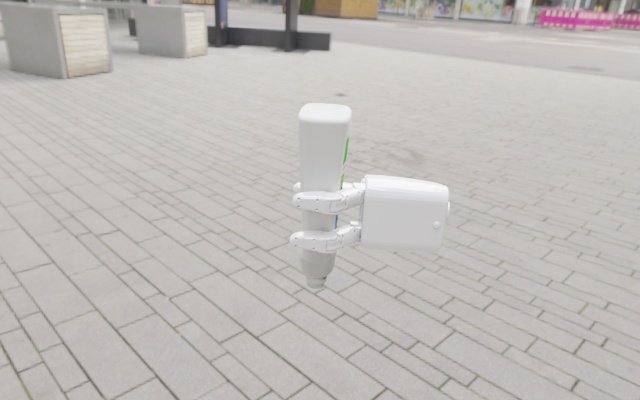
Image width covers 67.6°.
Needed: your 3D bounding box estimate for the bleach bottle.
[{"bbox_3d":[0.000,0.002,0.652,0.068,0.251,0.102,4,23,3],"label":"bleach bottle"}]
